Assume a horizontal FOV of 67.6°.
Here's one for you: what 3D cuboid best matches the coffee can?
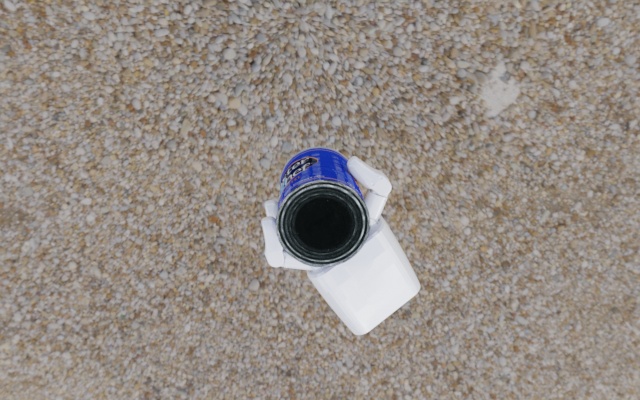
[{"bbox_3d":[0.000,0.002,0.575,0.103,0.103,0.140,0,21,-2],"label":"coffee can"}]
